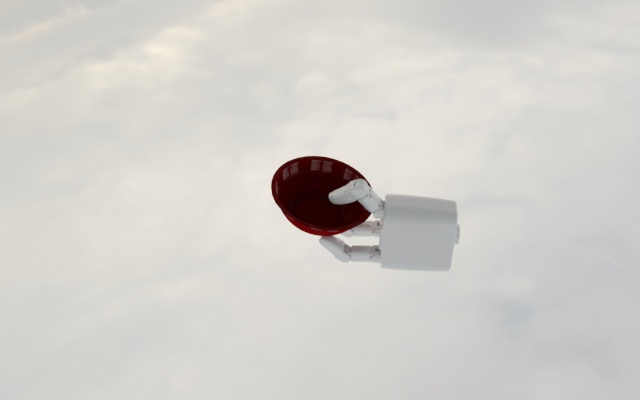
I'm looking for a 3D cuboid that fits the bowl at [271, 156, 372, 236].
[{"bbox_3d":[-0.001,0.002,0.743,0.162,0.162,0.055,0,-44,-15],"label":"bowl"}]
